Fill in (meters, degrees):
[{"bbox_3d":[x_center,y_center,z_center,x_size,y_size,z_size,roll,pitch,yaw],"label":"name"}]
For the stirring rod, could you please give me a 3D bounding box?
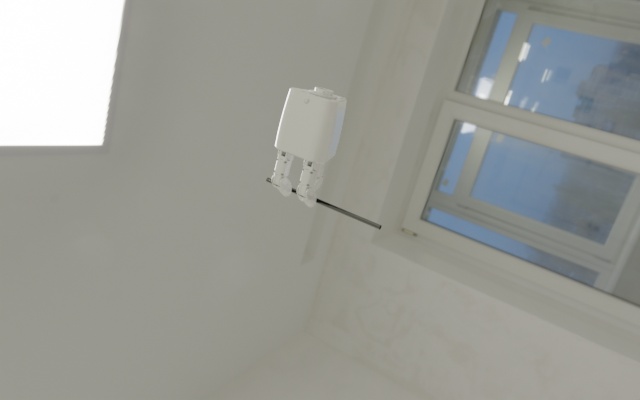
[{"bbox_3d":[0.000,0.003,0.852,0.239,0.011,0.011,23,10,25],"label":"stirring rod"}]
